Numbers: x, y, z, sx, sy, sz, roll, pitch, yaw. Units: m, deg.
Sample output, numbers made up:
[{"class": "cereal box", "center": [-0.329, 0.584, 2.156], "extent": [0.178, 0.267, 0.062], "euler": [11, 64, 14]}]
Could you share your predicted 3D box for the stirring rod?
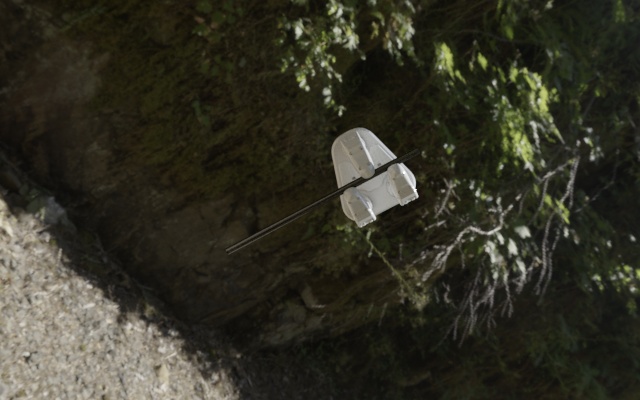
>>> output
[{"class": "stirring rod", "center": [0.000, 0.002, 0.529], "extent": [0.239, 0.011, 0.011], "euler": [-28, -3, 6]}]
